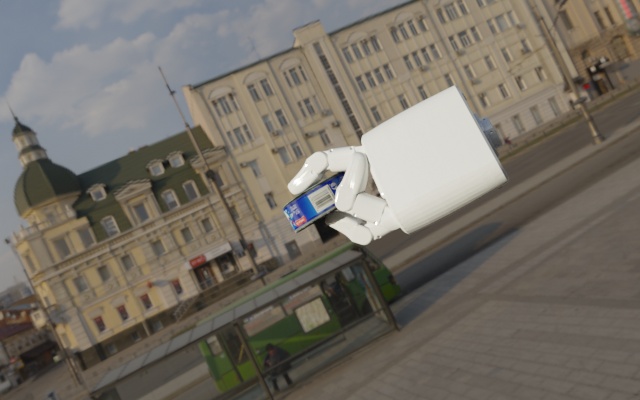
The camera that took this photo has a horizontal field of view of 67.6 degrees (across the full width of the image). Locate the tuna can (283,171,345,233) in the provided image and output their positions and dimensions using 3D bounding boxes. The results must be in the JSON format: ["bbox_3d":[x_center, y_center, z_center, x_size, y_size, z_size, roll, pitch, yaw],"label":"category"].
[{"bbox_3d":[0.000,0.001,0.547,0.086,0.034,0.086,-31,-3,-2],"label":"tuna can"}]
